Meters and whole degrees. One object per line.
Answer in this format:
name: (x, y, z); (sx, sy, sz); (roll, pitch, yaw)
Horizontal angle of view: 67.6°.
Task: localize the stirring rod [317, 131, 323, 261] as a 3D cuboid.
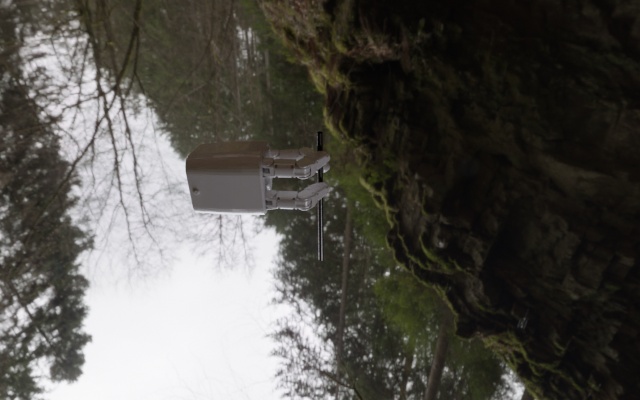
stirring rod: (0.000, 0.002, 0.741); (0.011, 0.240, 0.011); (0, 36, 0)
